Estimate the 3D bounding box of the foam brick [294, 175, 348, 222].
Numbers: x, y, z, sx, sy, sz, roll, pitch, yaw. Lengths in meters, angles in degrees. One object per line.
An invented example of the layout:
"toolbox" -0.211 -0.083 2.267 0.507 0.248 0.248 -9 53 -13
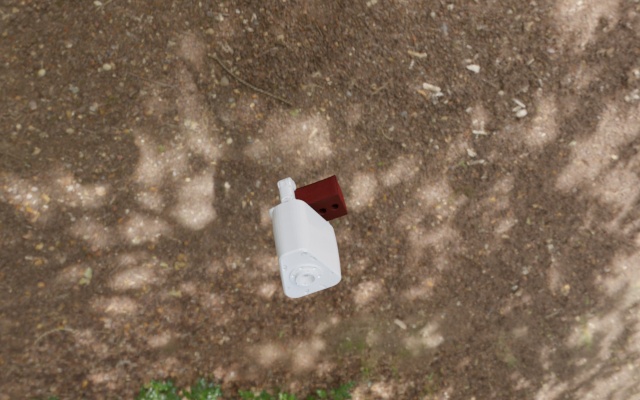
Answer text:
"foam brick" 0.000 0.002 0.807 0.078 0.053 0.051 -20 41 7
